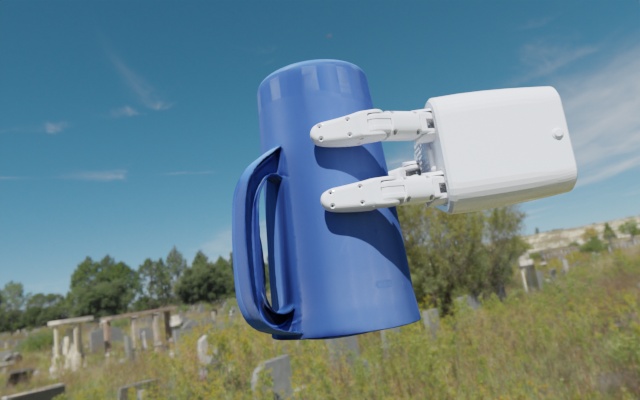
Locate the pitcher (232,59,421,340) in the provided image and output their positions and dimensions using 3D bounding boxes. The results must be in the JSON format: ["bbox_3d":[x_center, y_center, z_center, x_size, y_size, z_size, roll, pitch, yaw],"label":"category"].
[{"bbox_3d":[0.000,0.001,0.436,0.145,0.242,0.149,-9,-10,2],"label":"pitcher"}]
